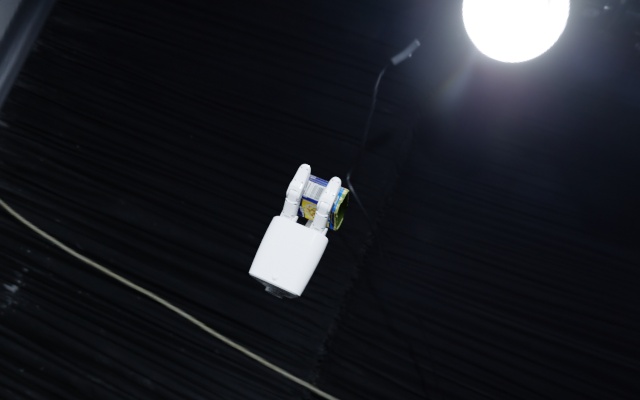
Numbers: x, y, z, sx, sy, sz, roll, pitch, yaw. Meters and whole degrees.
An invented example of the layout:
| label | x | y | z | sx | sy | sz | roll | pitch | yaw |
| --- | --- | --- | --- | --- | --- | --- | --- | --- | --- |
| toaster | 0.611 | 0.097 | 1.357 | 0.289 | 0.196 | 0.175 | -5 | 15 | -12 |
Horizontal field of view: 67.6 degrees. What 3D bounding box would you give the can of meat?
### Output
| label | x | y | z | sx | sy | sz | roll | pitch | yaw |
| --- | --- | --- | --- | --- | --- | --- | --- | --- | --- |
| can of meat | 0.000 | 0.003 | 0.827 | 0.084 | 0.057 | 0.102 | 23 | -21 | 11 |
